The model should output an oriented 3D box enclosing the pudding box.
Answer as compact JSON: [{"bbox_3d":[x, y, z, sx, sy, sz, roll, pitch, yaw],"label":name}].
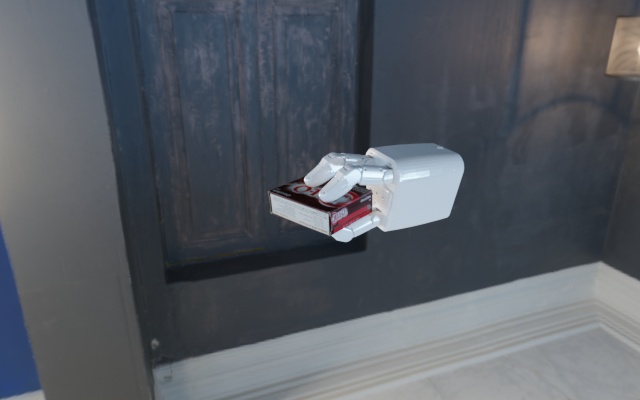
[{"bbox_3d":[0.000,0.002,0.643,0.113,0.039,0.090,16,28,39],"label":"pudding box"}]
